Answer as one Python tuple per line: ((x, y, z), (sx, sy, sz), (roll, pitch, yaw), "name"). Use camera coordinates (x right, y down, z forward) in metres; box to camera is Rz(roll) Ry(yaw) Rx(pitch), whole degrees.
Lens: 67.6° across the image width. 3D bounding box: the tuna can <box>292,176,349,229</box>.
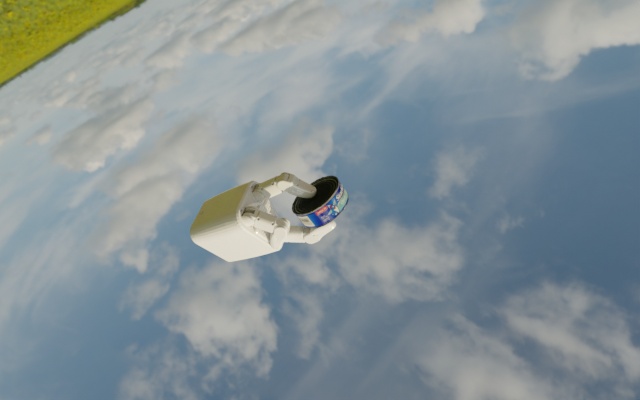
((0.000, 0.003, 0.735), (0.086, 0.034, 0.086), (-29, 28, 17), "tuna can")
